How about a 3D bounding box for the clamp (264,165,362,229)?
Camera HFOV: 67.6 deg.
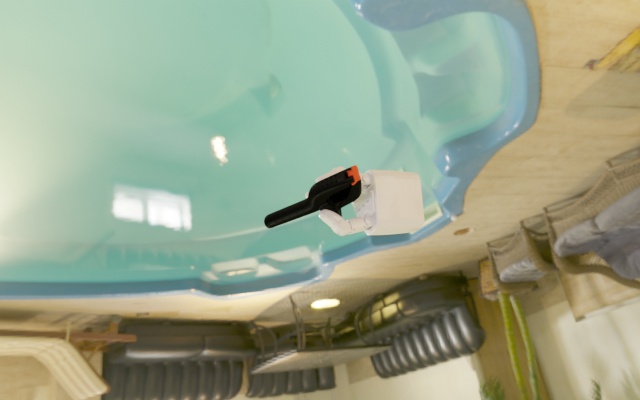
[{"bbox_3d":[0.001,0.003,0.841,0.164,0.036,0.210,-2,-26,-25],"label":"clamp"}]
